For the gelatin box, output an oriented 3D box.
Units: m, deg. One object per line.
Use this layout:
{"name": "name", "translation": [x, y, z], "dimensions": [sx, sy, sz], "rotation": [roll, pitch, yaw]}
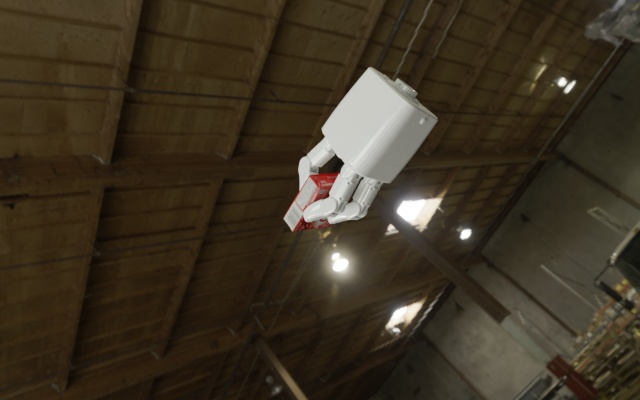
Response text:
{"name": "gelatin box", "translation": [0.000, 0.002, 0.669], "dimensions": [0.073, 0.030, 0.089], "rotation": [-5, -41, -44]}
